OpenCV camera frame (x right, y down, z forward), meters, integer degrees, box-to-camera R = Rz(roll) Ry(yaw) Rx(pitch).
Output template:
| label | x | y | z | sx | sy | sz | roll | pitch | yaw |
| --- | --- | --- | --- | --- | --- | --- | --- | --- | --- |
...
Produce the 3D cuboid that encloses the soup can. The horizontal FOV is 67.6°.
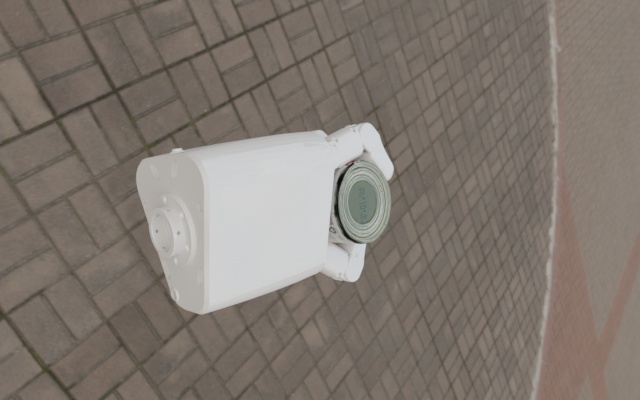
| label | x | y | z | sx | sy | sz | roll | pitch | yaw |
| --- | --- | --- | --- | --- | --- | --- | --- | --- | --- |
| soup can | 0.001 | 0.001 | 0.409 | 0.068 | 0.068 | 0.102 | 0 | 0 | -45 |
